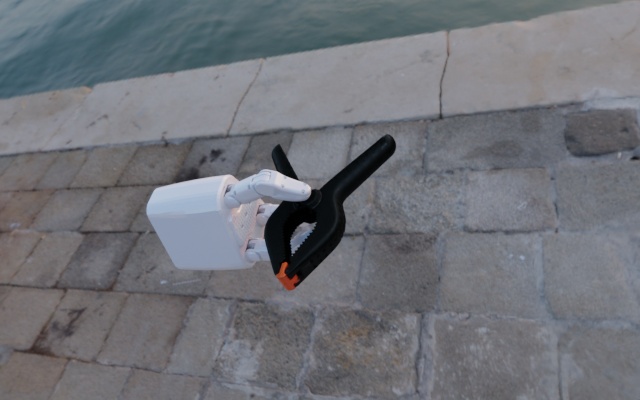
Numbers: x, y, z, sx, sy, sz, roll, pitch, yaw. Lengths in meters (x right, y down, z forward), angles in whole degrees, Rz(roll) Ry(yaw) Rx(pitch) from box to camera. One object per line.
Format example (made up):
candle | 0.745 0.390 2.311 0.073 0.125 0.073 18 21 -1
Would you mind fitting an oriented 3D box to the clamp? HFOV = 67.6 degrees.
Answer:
clamp | -0.001 0.002 0.538 0.164 0.209 0.036 -8 -42 22
